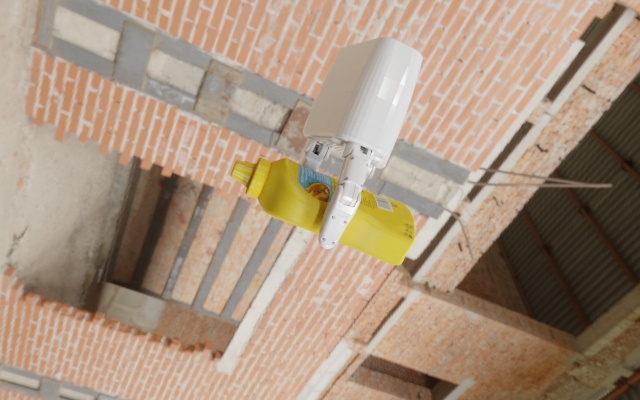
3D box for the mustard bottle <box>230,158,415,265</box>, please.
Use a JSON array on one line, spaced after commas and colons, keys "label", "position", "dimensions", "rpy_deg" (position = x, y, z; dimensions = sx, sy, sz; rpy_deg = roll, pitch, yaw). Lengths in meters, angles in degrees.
[{"label": "mustard bottle", "position": [0.000, 0.002, 0.496], "dimensions": [0.191, 0.058, 0.096], "rpy_deg": [22, 22, -12]}]
